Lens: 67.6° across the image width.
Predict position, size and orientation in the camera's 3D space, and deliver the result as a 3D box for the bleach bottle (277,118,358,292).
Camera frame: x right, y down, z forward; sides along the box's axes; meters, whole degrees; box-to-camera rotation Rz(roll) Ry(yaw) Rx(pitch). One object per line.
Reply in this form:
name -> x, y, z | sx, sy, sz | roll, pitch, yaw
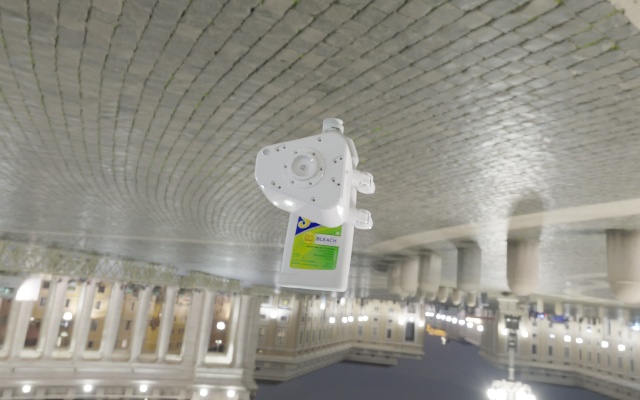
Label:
bleach bottle -> 0.000, 0.002, 0.697 | 0.102, 0.250, 0.068 | 4, -11, 6
